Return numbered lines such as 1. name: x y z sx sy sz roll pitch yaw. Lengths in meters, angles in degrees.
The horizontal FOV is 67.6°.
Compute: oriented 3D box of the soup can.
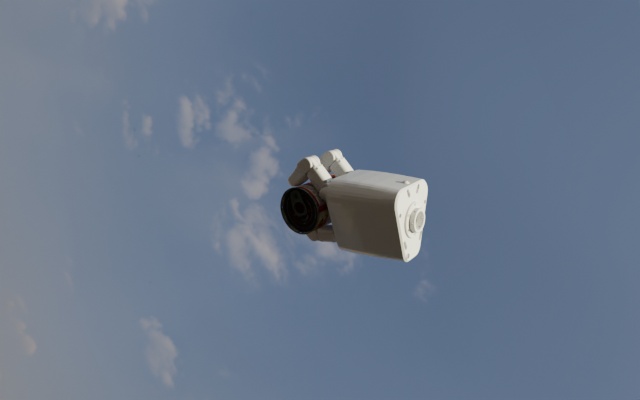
1. soup can: 0.000 0.002 0.698 0.068 0.068 0.102 0 14 38
